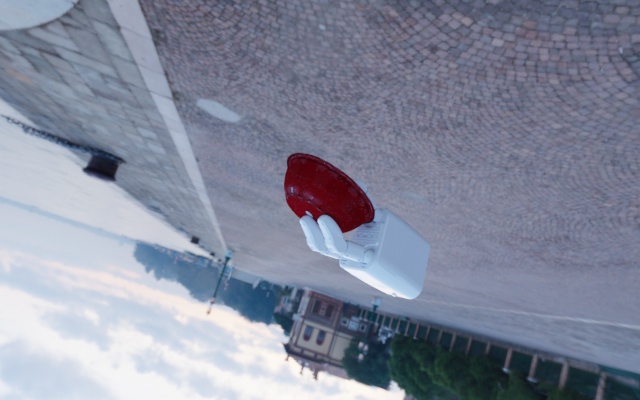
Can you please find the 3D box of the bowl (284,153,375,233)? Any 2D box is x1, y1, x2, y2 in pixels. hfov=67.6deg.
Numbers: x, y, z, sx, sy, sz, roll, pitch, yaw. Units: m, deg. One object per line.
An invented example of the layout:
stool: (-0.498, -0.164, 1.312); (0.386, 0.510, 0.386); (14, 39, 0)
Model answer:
bowl: (-0.001, 0.002, 0.722); (0.162, 0.055, 0.162); (32, -21, 14)
